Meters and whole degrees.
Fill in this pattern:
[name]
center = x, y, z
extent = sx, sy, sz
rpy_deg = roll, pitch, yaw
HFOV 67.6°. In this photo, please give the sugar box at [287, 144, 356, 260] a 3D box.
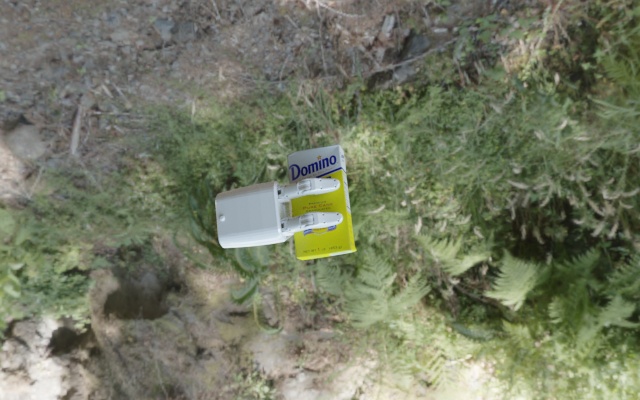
[sugar box]
center = 0.000, 0.003, 0.778
extent = 0.093, 0.176, 0.048
rpy_deg = -10, -11, 12
